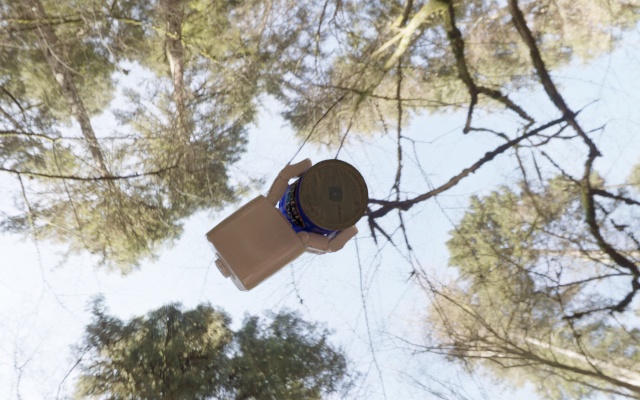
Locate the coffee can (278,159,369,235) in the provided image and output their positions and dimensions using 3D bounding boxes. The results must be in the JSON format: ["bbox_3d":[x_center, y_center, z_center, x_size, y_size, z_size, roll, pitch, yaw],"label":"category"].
[{"bbox_3d":[0.000,0.002,0.735,0.103,0.103,0.140,0,-10,-18],"label":"coffee can"}]
